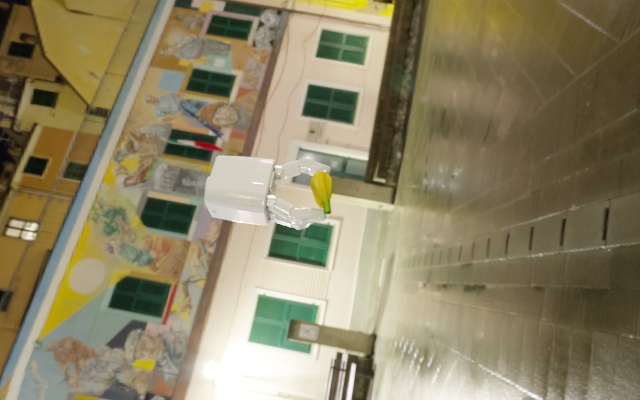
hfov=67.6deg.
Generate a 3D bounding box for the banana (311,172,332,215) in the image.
[{"bbox_3d":[0.001,-0.016,0.841,0.037,0.069,0.198,3,2,0],"label":"banana"}]
